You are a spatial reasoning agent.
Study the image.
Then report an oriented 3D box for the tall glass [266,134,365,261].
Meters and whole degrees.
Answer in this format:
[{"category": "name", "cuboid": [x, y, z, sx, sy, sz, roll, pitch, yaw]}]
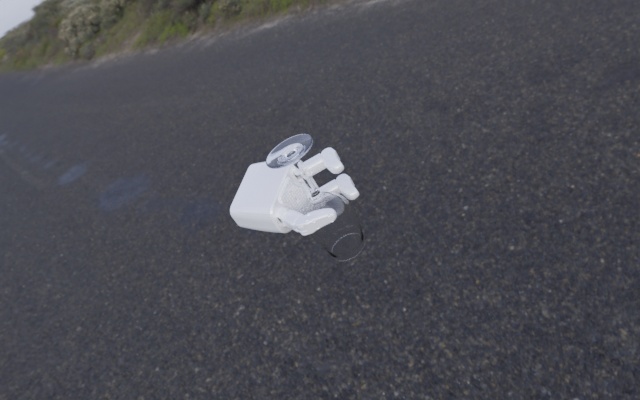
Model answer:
[{"category": "tall glass", "cuboid": [0.000, 0.002, 0.716, 0.079, 0.201, 0.079, -22, 33, 15]}]
